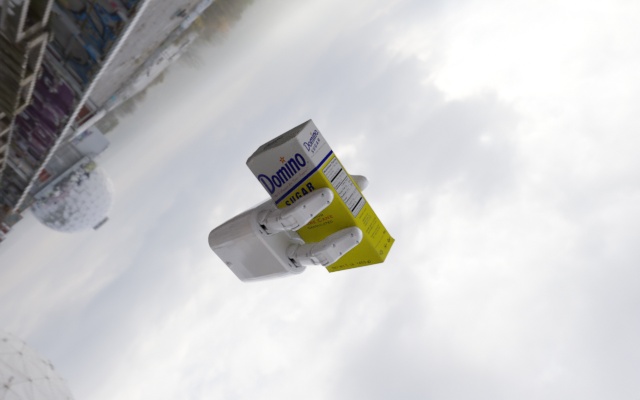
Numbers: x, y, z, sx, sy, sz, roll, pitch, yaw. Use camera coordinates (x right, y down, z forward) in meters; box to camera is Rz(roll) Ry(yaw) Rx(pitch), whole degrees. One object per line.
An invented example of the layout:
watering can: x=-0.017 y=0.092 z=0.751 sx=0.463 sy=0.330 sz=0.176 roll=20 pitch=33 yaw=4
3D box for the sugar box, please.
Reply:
sugar box: x=0.000 y=0.002 z=0.550 sx=0.093 sy=0.176 sz=0.048 roll=-20 pitch=25 yaw=44
